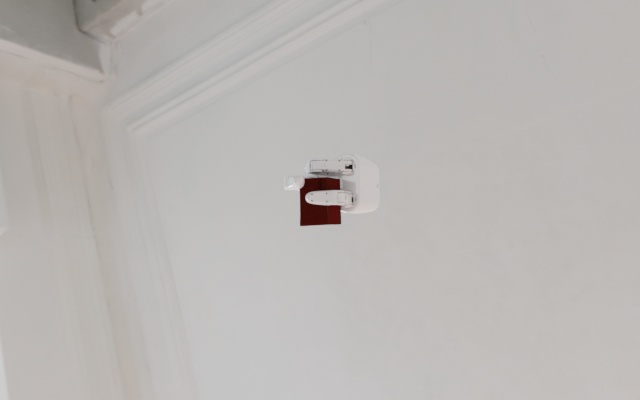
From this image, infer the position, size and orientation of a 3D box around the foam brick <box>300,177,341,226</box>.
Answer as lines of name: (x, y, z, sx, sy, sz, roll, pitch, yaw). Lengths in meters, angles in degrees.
foam brick: (0.000, 0.003, 0.777, 0.053, 0.078, 0.051, -2, -3, 27)
